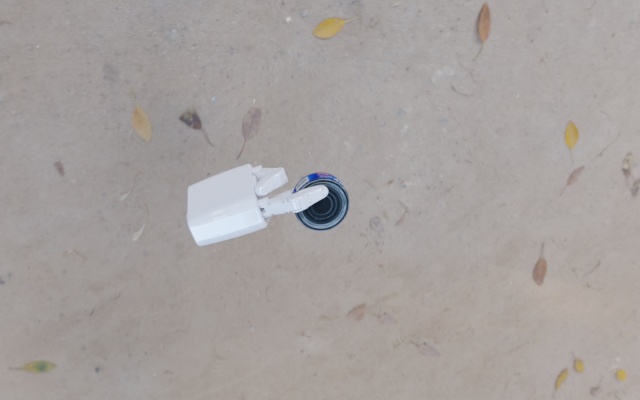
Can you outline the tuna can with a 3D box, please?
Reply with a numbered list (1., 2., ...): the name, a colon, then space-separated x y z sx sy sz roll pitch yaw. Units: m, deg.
1. tuna can: 0.000 0.003 0.722 0.086 0.086 0.033 0 19 -9
